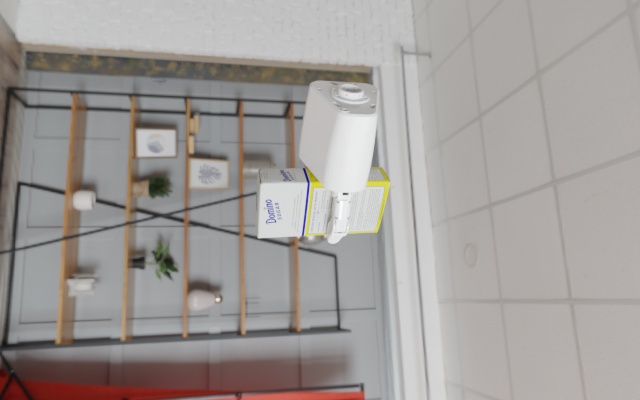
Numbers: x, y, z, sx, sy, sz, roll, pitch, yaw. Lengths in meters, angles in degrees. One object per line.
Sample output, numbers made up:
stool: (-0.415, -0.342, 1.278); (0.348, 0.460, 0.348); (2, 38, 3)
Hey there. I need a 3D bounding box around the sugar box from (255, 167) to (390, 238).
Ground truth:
sugar box: (0.000, 0.002, 0.661); (0.176, 0.093, 0.048); (0, 35, -12)
